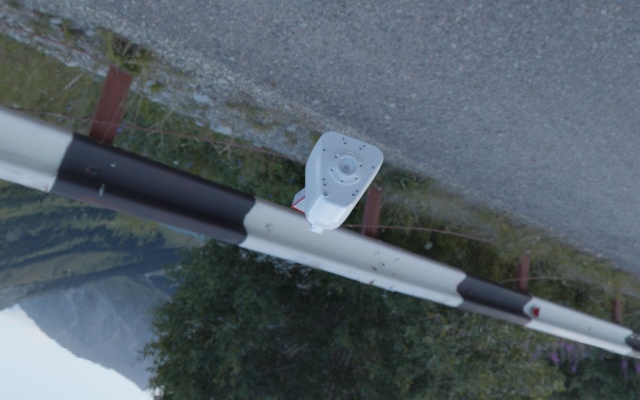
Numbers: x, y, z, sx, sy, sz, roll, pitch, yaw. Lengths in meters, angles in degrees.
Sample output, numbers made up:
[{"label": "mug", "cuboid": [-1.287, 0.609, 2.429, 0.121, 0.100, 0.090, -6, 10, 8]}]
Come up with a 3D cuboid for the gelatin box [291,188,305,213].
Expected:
[{"label": "gelatin box", "cuboid": [0.000, 0.003, 0.828, 0.073, 0.030, 0.089, 25, -25, -16]}]
